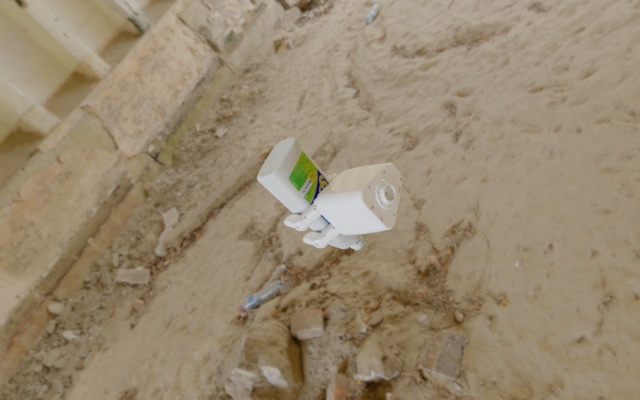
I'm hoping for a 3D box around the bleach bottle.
[{"bbox_3d":[0.000,0.003,0.890,0.068,0.102,0.251,-11,-46,48],"label":"bleach bottle"}]
